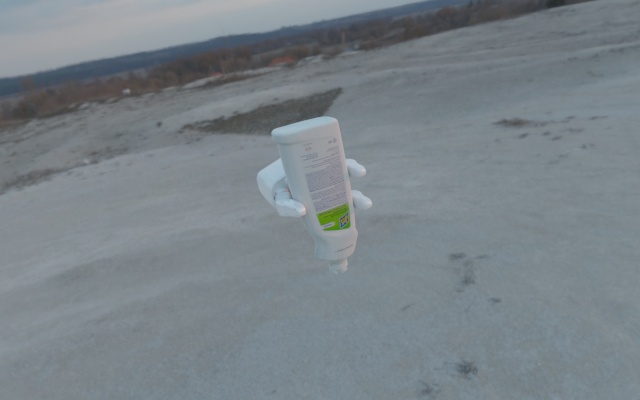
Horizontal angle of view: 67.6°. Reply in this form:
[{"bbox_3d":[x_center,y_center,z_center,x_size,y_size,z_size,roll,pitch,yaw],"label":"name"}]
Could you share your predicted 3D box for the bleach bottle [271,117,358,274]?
[{"bbox_3d":[0.000,0.002,0.750,0.102,0.251,0.068,-18,21,-17],"label":"bleach bottle"}]
